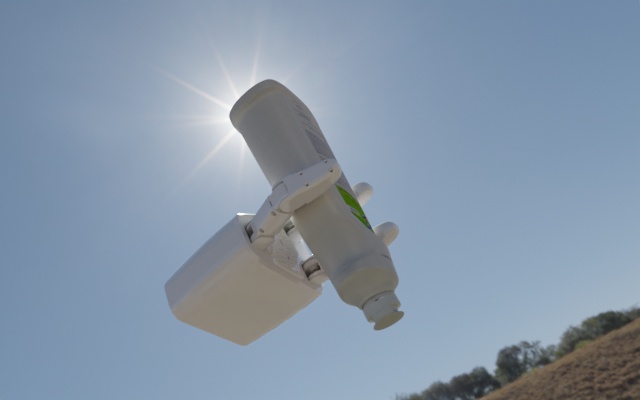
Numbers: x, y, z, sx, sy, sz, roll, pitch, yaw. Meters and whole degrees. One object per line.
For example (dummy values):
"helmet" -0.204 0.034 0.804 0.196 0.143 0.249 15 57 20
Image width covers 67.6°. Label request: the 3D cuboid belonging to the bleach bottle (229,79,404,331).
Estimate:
"bleach bottle" 0.000 0.001 0.443 0.068 0.250 0.102 -38 -34 15
